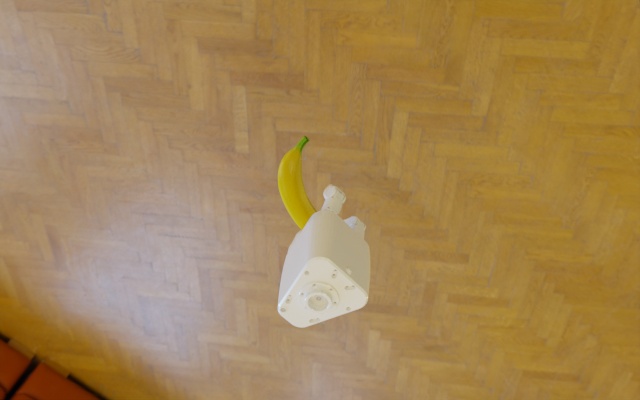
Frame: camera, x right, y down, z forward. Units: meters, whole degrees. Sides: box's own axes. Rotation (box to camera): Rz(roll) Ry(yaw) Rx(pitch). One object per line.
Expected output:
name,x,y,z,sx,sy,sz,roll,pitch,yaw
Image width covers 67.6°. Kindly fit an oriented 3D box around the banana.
banana,-0.019,0.005,0.727,0.069,0.198,0.037,-17,24,10
